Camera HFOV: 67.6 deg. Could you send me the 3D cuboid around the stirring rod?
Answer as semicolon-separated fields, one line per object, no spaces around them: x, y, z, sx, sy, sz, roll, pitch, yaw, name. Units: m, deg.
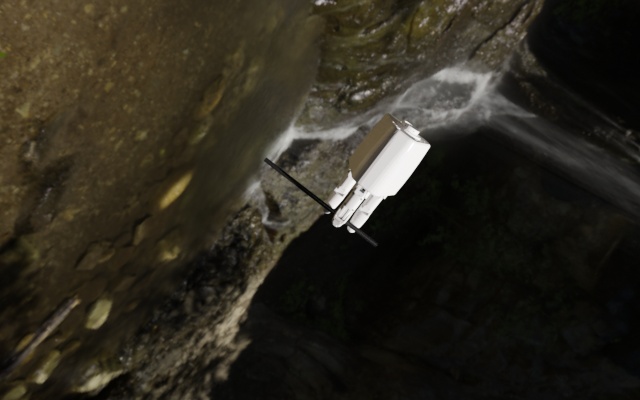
0.000;0.003;0.814;0.239;0.011;0.011;38;2;3;stirring rod
